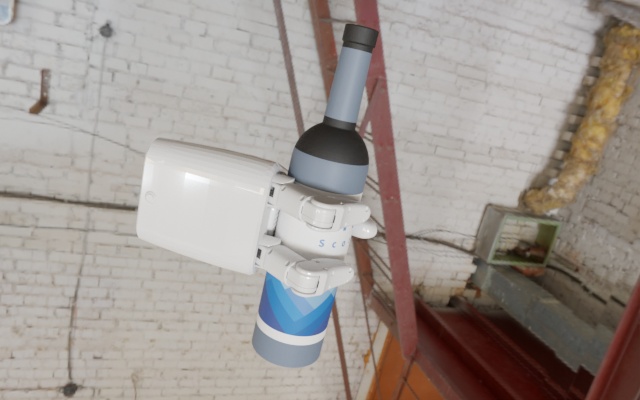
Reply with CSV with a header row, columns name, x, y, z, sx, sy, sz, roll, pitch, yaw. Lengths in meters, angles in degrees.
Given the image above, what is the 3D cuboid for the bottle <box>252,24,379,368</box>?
name,x,y,z,sx,sy,sz,roll,pitch,yaw
bottle,0.000,0.002,0.416,0.069,0.296,0.069,12,16,-4
